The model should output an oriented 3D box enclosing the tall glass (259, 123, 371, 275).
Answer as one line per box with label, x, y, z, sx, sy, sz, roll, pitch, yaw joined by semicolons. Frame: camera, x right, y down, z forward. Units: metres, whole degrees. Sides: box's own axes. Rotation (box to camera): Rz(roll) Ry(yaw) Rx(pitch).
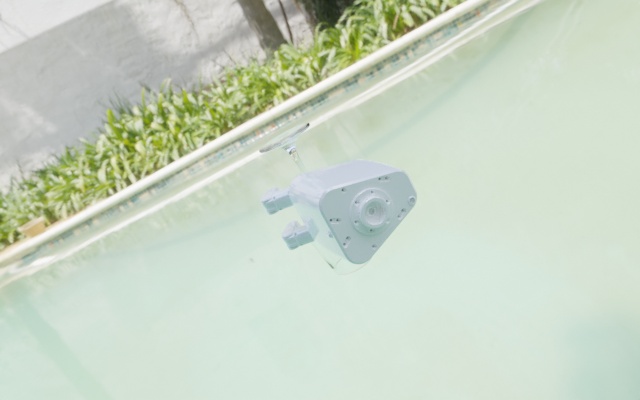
tall glass;0.000;0.001;0.639;0.079;0.201;0.079;-27;17;9
